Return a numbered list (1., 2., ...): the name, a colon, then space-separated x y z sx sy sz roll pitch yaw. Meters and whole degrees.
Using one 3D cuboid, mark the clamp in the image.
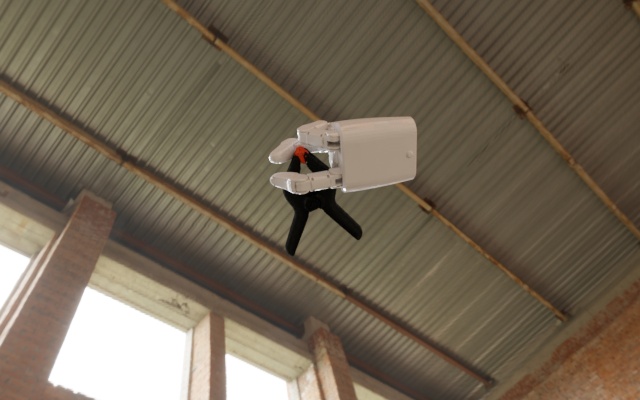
1. clamp: 0.000 0.002 0.710 0.120 0.171 0.039 -9 28 -8
